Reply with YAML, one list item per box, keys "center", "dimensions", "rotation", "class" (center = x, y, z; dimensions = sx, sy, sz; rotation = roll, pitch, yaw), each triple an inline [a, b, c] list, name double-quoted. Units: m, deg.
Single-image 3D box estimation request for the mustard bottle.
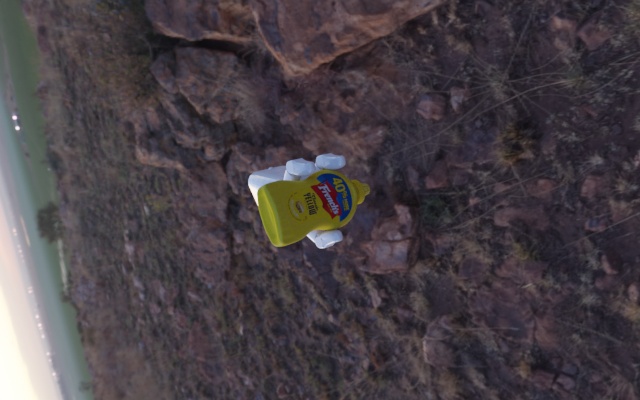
- center: [0.000, 0.003, 0.754]
  dimensions: [0.191, 0.096, 0.058]
  rotation: [-16, -4, -32]
  class: "mustard bottle"
